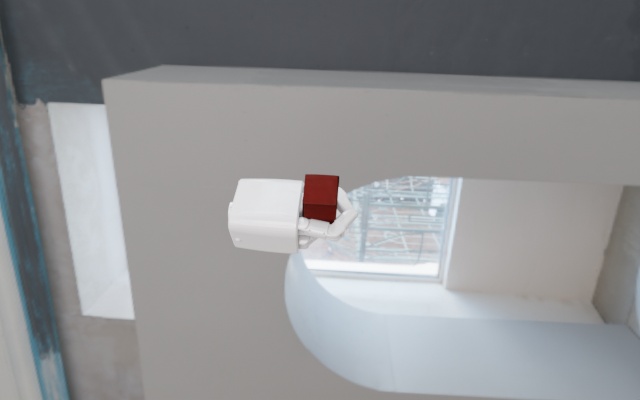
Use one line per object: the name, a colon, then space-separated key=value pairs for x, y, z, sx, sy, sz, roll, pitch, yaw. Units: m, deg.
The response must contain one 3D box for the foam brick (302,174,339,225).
foam brick: x=0.000 y=0.002 z=0.724 sx=0.051 sy=0.053 sz=0.078 roll=5 pitch=-30 yaw=2
